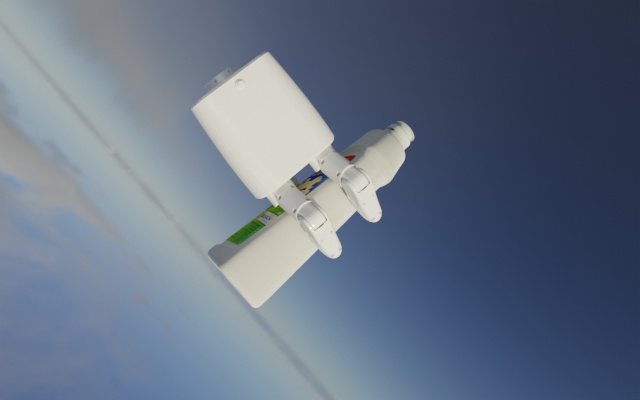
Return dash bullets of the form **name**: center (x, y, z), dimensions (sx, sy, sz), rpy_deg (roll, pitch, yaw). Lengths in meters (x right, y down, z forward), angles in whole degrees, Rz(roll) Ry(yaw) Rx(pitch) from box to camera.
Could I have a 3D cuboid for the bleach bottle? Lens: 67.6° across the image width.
- **bleach bottle**: center (0.000, 0.002, 0.511), dimensions (0.251, 0.068, 0.102), rpy_deg (-41, 15, -14)
